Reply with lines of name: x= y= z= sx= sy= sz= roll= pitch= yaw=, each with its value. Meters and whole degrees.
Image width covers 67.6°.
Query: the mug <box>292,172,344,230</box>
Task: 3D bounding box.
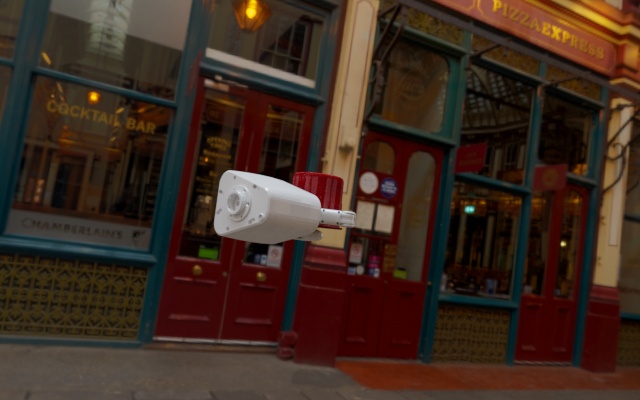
mug: x=0.001 y=0.002 z=0.765 sx=0.093 sy=0.081 sz=0.117 roll=3 pitch=-5 yaw=37
